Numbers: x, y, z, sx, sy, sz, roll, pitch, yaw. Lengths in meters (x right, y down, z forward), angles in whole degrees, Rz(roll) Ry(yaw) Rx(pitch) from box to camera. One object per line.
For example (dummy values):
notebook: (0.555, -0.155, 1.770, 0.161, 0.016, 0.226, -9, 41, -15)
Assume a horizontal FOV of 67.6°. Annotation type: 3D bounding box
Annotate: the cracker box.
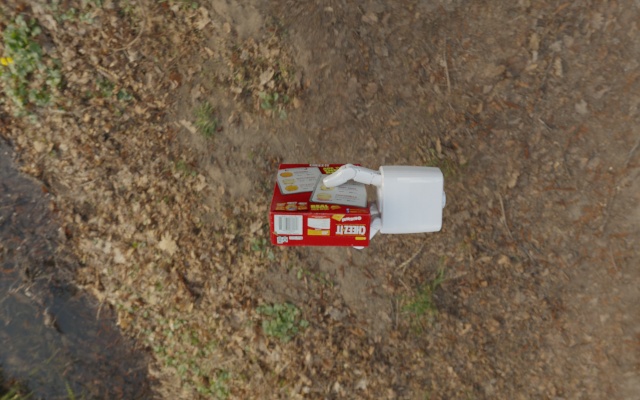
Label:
cracker box: (0.000, 0.003, 0.860, 0.164, 0.072, 0.213, 1, 26, 0)
